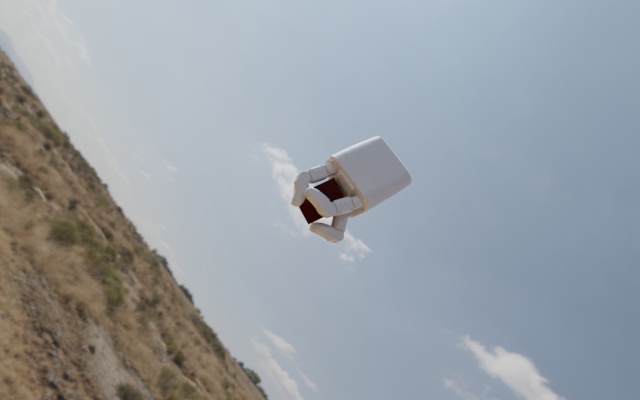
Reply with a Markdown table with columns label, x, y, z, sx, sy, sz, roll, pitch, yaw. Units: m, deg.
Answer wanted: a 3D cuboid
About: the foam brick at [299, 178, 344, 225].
| label | x | y | z | sx | sy | sz | roll | pitch | yaw |
| --- | --- | --- | --- | --- | --- | --- | --- | --- | --- |
| foam brick | 0.000 | 0.003 | 0.817 | 0.051 | 0.053 | 0.078 | -26 | -2 | -24 |
